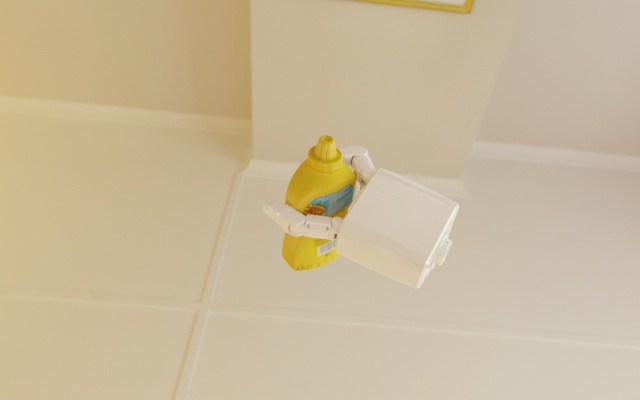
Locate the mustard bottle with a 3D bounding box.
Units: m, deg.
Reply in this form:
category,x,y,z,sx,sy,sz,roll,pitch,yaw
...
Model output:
category,x,y,z,sx,sy,sz,roll,pitch,yaw
mustard bottle,0.000,0.002,0.608,0.096,0.192,0.058,-22,48,-28
